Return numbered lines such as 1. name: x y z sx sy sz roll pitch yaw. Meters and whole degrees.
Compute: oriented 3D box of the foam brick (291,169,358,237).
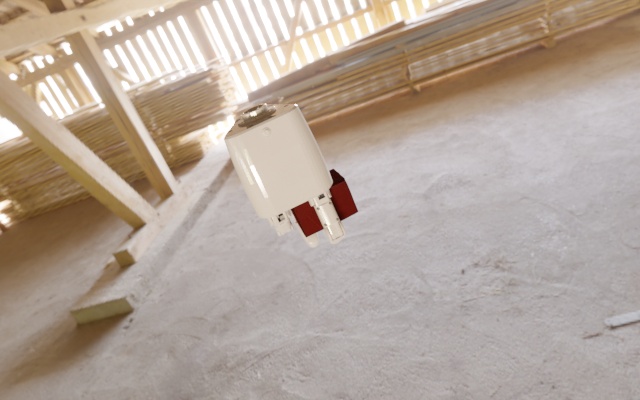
1. foam brick: 0.000 0.002 0.618 0.078 0.051 0.053 -26 22 -6
